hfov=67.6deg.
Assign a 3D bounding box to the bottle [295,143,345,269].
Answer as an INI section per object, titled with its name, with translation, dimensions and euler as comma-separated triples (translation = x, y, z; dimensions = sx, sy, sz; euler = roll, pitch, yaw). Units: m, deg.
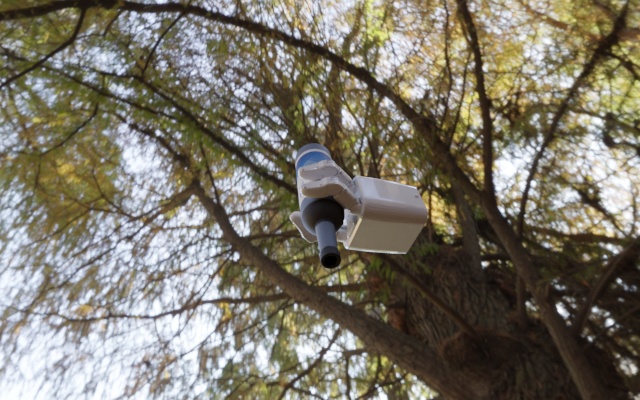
[bottle]
translation = 0.000, 0.002, 0.750
dimensions = 0.069, 0.069, 0.295
euler = 0, 32, -6
